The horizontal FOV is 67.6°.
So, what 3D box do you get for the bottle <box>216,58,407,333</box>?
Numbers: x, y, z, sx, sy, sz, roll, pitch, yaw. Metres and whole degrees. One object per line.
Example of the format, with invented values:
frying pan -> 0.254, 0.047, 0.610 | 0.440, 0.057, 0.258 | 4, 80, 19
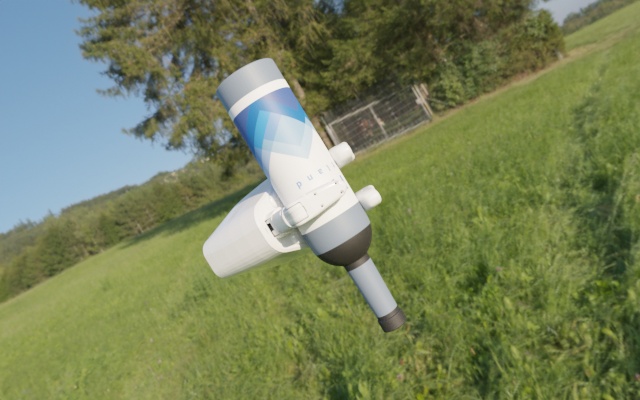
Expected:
bottle -> 0.000, 0.001, 0.484 | 0.069, 0.296, 0.069 | -31, 1, 1
